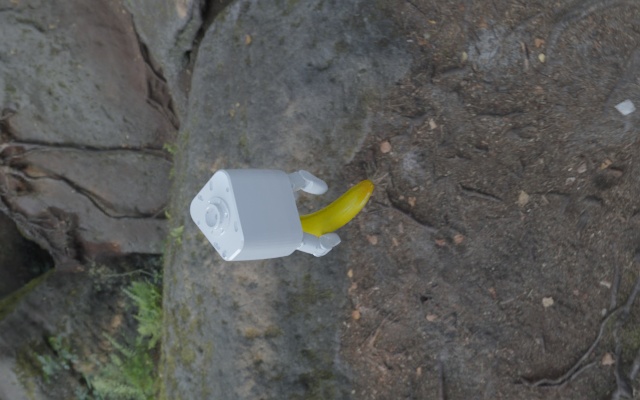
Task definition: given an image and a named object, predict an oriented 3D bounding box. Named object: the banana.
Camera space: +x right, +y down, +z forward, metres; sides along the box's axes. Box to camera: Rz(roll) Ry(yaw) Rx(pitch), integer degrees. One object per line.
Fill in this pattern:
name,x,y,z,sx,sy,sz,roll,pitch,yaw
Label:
banana,-0.001,0.021,0.722,0.198,0.069,0.037,-14,-17,40
